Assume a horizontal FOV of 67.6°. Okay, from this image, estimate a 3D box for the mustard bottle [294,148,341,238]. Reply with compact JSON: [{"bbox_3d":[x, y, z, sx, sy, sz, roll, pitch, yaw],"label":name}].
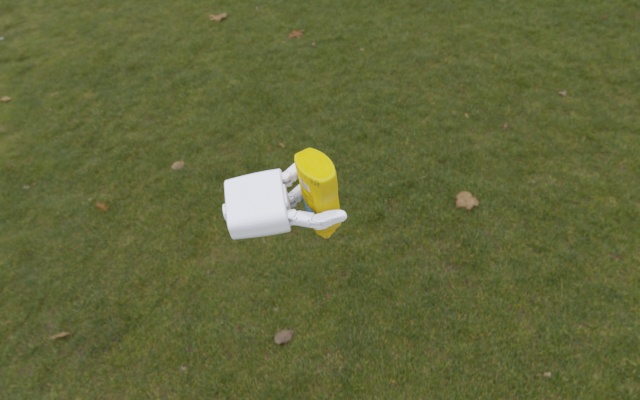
[{"bbox_3d":[0.000,0.003,0.876,0.058,0.192,0.096,-28,48,-18],"label":"mustard bottle"}]
